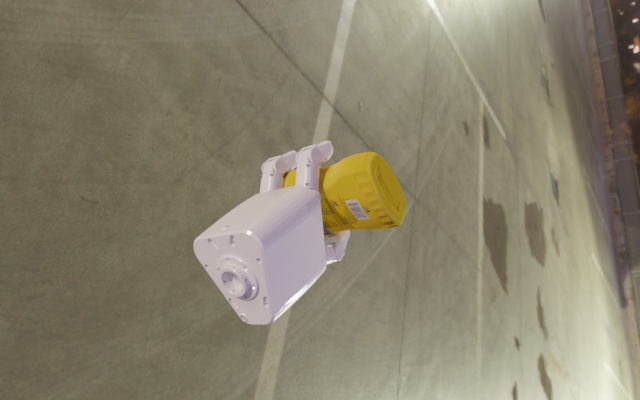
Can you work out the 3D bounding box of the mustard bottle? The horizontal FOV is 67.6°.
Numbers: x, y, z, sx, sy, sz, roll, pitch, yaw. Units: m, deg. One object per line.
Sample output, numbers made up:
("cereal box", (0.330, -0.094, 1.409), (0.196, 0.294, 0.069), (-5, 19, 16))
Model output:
("mustard bottle", (0.000, 0.002, 0.585), (0.191, 0.058, 0.096), (-11, -48, 34))
